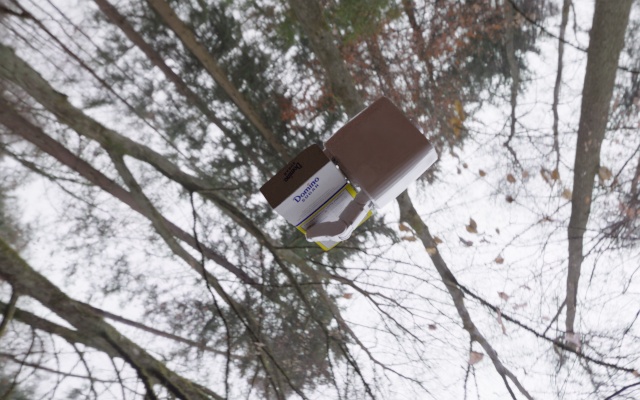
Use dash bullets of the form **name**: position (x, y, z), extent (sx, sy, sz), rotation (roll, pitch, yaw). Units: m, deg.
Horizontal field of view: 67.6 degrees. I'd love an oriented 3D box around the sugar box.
- **sugar box**: position (0.000, 0.002, 0.647), extent (0.093, 0.048, 0.176), rotation (-40, -35, 2)
